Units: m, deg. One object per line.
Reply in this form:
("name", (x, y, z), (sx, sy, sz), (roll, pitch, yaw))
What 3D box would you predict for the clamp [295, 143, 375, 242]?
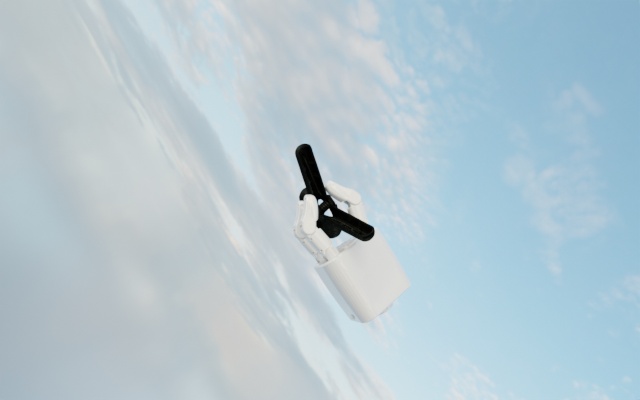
("clamp", (0.001, 0.002, 0.744), (0.036, 0.164, 0.210), (-34, 0, -17))
